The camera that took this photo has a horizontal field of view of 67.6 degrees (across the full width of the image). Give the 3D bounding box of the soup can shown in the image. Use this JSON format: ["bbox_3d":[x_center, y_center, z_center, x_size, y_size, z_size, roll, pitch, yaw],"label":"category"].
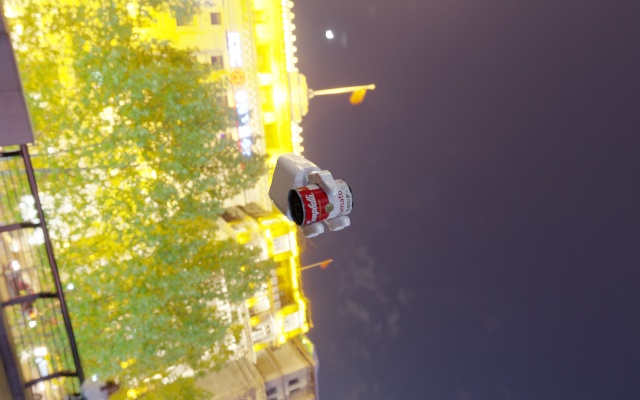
[{"bbox_3d":[0.001,0.003,0.868,0.102,0.068,0.068,-12,5,-26],"label":"soup can"}]
